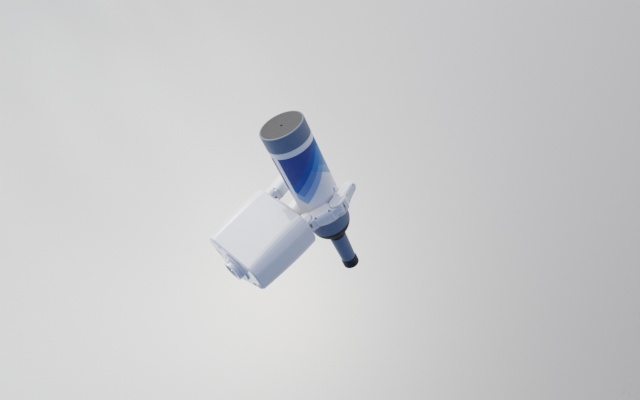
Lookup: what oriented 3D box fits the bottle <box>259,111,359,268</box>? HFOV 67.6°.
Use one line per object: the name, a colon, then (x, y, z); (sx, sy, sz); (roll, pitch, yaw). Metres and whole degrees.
bottle: (0.000, 0.002, 0.732); (0.069, 0.296, 0.069); (-16, 39, 14)
